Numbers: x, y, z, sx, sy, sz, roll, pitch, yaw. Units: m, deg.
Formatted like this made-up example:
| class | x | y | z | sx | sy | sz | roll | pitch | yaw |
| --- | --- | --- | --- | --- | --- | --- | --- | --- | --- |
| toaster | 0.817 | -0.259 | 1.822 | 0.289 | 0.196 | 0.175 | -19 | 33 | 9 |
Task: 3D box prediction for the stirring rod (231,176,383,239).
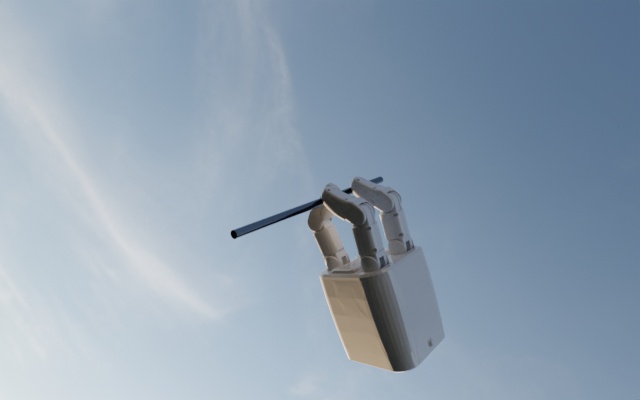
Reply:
| class | x | y | z | sx | sy | sz | roll | pitch | yaw |
| --- | --- | --- | --- | --- | --- | --- | --- | --- | --- |
| stirring rod | 0.000 | 0.002 | 0.495 | 0.011 | 0.011 | 0.239 | 0 | 13 | 39 |
